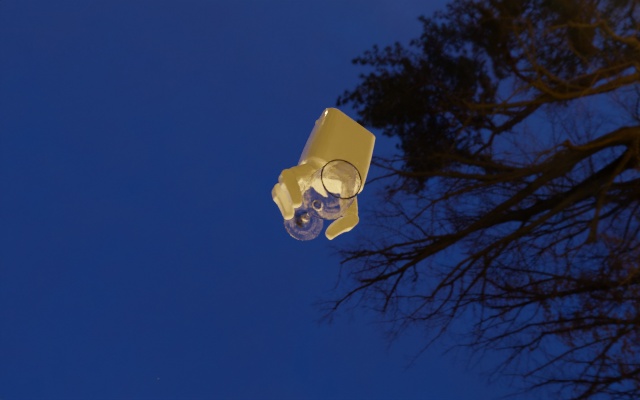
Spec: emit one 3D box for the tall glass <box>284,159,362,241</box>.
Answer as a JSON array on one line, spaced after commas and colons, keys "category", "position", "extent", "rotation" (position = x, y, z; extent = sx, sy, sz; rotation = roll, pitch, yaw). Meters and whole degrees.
[{"category": "tall glass", "position": [0.000, 0.003, 0.766], "extent": [0.079, 0.079, 0.201], "rotation": [0, -19, -19]}]
